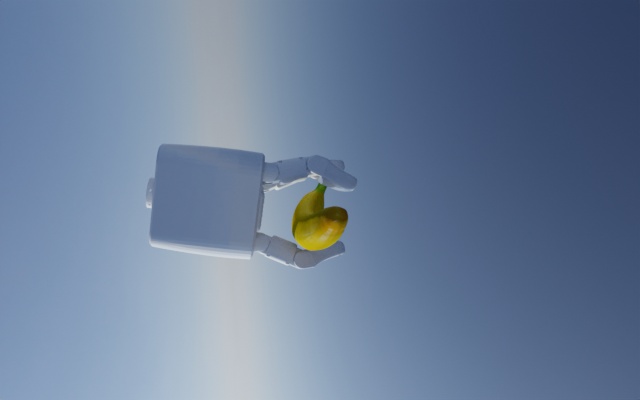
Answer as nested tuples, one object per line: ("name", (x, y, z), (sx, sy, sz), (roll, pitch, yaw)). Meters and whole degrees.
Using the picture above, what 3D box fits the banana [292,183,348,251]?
("banana", (-0.006, 0.018, 0.507), (0.037, 0.069, 0.197), (17, 10, -9))
